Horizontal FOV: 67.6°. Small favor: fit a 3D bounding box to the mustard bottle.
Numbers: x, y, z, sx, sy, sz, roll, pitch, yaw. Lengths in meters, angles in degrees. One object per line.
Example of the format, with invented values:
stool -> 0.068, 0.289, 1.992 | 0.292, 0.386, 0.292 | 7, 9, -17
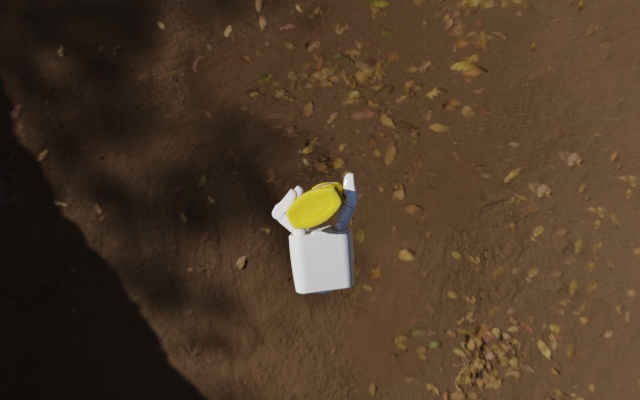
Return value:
mustard bottle -> 0.000, 0.003, 0.866 | 0.096, 0.058, 0.191 | -29, 2, 9
